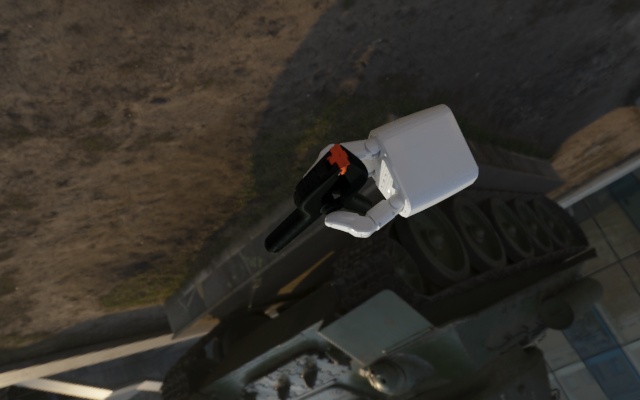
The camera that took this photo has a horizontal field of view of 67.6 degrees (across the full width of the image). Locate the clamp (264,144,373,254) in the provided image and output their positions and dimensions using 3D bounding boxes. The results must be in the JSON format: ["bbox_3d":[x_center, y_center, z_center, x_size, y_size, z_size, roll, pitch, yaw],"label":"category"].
[{"bbox_3d":[0.001,0.002,0.588,0.164,0.036,0.210,-26,-20,-10],"label":"clamp"}]
